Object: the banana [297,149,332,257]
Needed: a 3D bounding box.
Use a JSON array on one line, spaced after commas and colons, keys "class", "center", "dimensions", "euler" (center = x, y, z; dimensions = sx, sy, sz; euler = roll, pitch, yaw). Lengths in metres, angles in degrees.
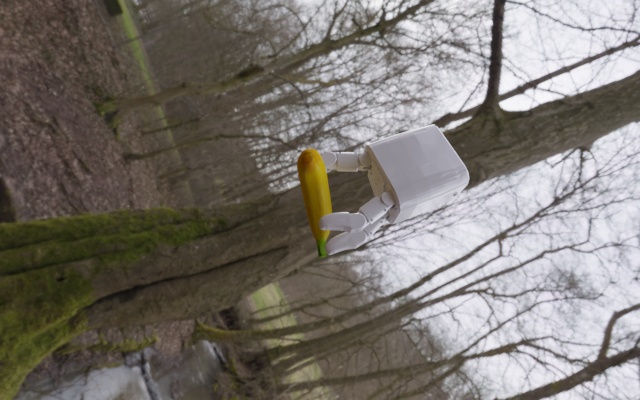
[{"class": "banana", "center": [-0.004, -0.009, 0.631], "dimensions": [0.037, 0.069, 0.198], "euler": [-16, -42, -5]}]
